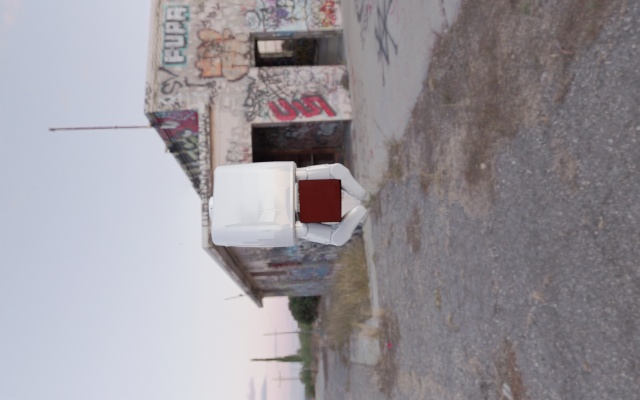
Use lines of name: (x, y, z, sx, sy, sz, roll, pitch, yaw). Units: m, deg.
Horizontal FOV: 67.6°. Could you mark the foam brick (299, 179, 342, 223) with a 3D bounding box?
foam brick: (0.000, 0.002, 0.599, 0.051, 0.053, 0.078, -1, -2, 1)
